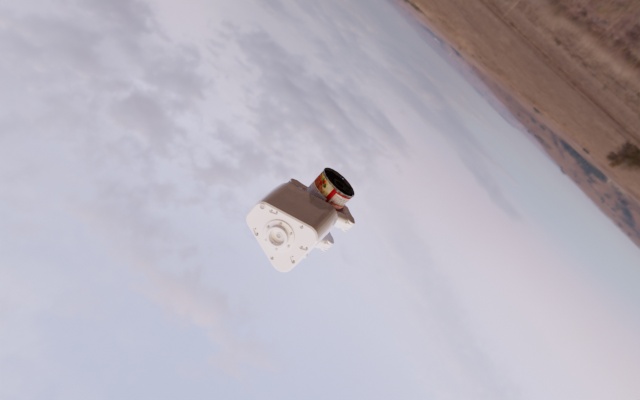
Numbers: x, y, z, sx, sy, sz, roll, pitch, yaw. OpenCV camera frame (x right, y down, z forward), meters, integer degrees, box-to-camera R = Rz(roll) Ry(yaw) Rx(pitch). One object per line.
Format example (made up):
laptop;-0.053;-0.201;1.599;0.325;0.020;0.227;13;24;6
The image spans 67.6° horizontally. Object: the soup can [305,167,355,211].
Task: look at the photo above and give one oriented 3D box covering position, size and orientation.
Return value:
soup can;0.000;0.003;0.818;0.102;0.068;0.068;-47;-22;22
